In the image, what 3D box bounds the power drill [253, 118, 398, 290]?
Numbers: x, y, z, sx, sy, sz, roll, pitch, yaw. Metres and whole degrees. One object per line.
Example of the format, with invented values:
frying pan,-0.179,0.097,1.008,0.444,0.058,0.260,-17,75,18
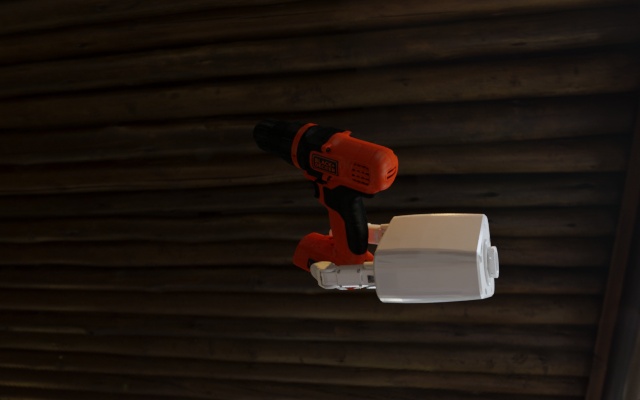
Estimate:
power drill,0.000,0.002,0.560,0.184,0.188,0.057,22,41,33
